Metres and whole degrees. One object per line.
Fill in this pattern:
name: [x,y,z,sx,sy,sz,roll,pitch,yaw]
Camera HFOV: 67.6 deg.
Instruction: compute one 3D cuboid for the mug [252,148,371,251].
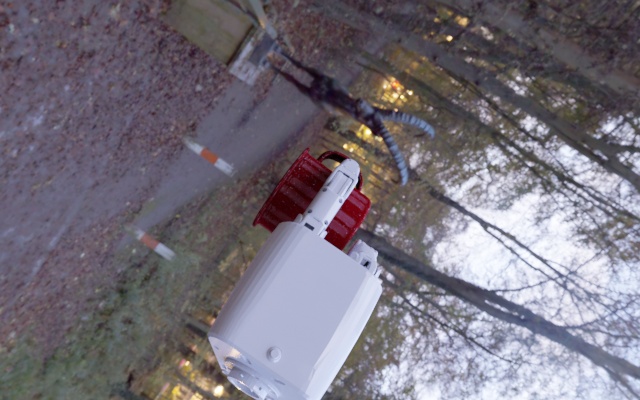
mug: [0.001,0.001,0.467,0.081,0.117,0.093,36,-30,-1]
